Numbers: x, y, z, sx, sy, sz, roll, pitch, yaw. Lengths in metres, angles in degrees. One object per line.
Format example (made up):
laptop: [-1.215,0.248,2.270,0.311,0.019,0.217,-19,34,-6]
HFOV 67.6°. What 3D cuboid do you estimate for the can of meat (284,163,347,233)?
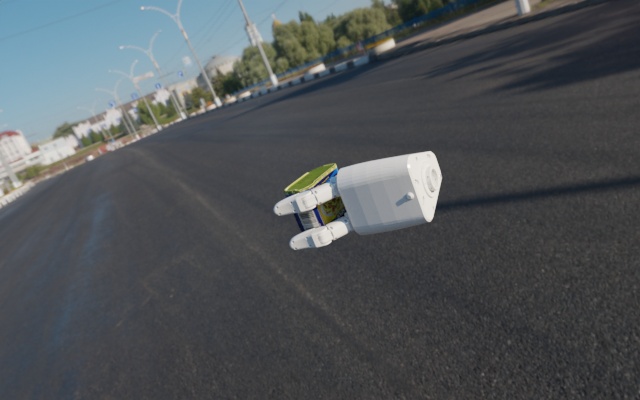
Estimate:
can of meat: [0.000,0.002,0.706,0.057,0.084,0.102,-10,20,36]
